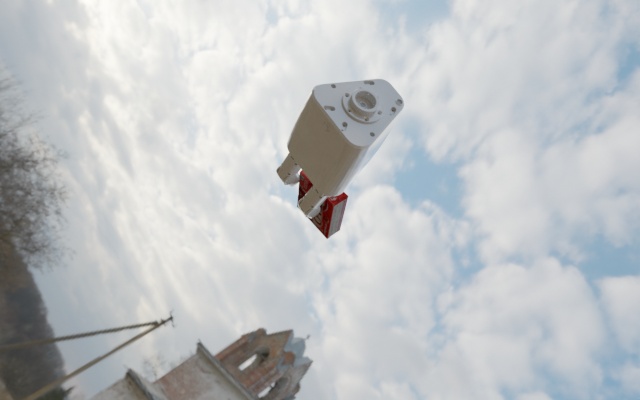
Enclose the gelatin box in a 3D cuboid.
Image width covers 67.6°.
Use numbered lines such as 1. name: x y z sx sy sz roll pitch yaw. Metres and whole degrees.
1. gelatin box: 0.000 0.002 0.685 0.030 0.073 0.089 -32 -26 -25
